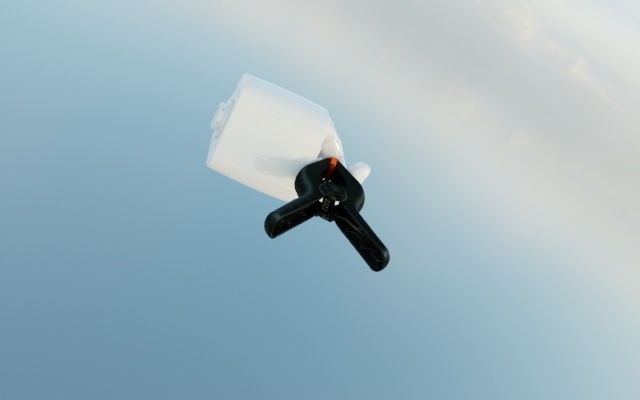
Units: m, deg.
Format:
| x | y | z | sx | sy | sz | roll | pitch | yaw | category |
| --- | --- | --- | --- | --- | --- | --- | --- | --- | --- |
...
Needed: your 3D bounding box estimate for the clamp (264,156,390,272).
| x | y | z | sx | sy | sz | roll | pitch | yaw | category |
| --- | --- | --- | --- | --- | --- | --- | --- | --- | --- |
| 0.000 | 0.001 | 0.492 | 0.120 | 0.039 | 0.171 | 20 | 27 | -19 | clamp |
